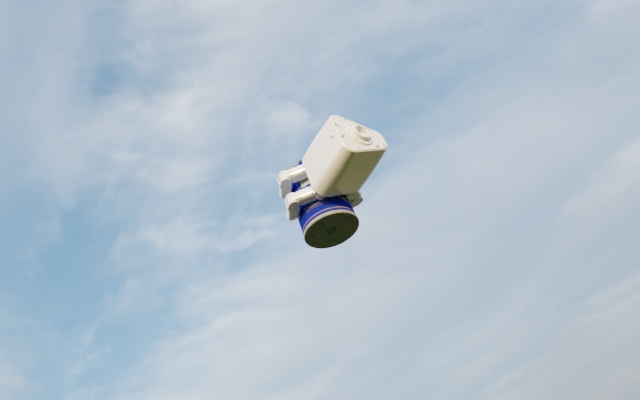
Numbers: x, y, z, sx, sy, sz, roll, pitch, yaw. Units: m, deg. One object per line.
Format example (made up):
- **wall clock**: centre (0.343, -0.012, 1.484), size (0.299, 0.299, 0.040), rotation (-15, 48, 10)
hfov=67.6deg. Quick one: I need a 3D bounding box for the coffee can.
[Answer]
- **coffee can**: centre (0.000, 0.003, 0.885), size (0.103, 0.140, 0.103), rotation (-13, -38, -11)
